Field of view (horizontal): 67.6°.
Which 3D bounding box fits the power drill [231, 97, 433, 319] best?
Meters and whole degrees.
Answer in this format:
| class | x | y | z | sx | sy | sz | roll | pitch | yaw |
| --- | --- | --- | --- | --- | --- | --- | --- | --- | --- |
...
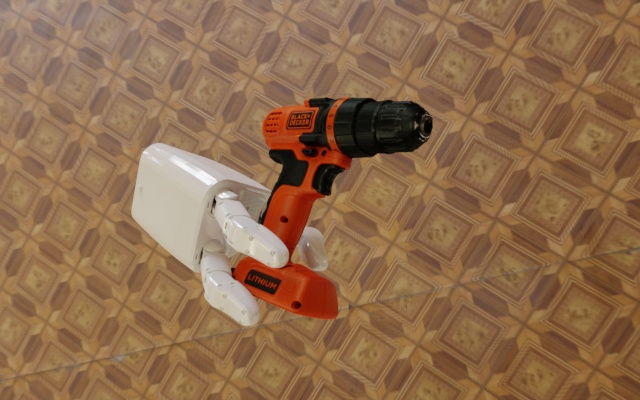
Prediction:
| class | x | y | z | sx | sy | sz | roll | pitch | yaw |
| --- | --- | --- | --- | --- | --- | --- | --- | --- | --- |
| power drill | 0.000 | 0.002 | 0.414 | 0.057 | 0.187 | 0.184 | 23 | -10 | -41 |
